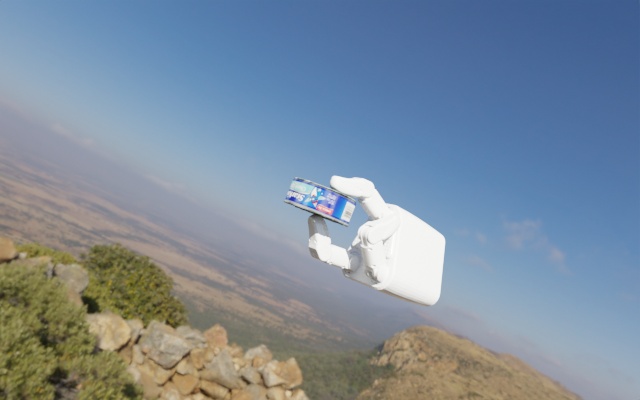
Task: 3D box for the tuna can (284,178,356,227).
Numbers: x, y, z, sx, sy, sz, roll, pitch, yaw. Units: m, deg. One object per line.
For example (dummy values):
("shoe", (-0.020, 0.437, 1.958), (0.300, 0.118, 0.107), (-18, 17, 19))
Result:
("tuna can", (0.000, 0.001, 0.593), (0.086, 0.034, 0.086), (21, -3, 1))
